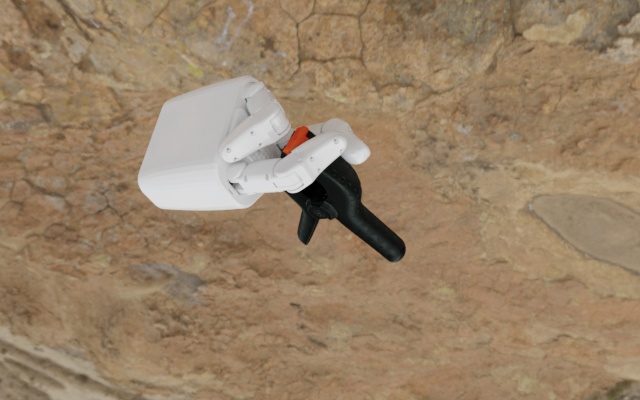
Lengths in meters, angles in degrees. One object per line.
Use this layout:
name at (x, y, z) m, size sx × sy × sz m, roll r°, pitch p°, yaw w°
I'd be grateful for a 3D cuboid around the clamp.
clamp at (0.000, 0.002, 0.450) m, size 0.120 × 0.039 × 0.172 m, roll -4°, pitch -43°, yaw 33°
